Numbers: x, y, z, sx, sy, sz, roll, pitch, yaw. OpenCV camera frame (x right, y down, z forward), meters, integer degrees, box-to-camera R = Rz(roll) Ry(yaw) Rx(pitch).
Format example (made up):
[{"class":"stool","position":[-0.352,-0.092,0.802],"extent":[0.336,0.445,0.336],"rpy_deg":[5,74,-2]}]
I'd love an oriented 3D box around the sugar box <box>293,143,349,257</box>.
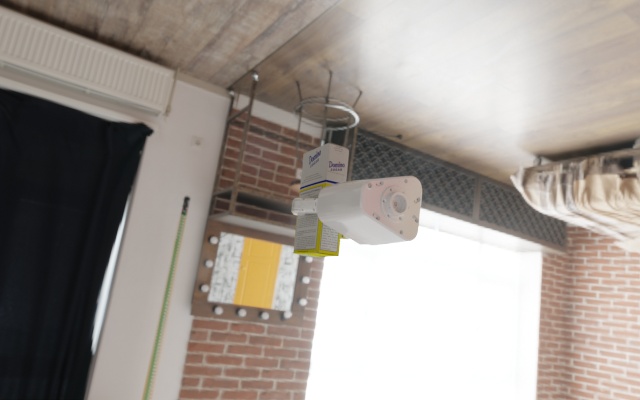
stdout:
[{"class":"sugar box","position":[0.001,0.003,0.778],"extent":[0.048,0.176,0.093],"rpy_deg":[14,-13,-27]}]
